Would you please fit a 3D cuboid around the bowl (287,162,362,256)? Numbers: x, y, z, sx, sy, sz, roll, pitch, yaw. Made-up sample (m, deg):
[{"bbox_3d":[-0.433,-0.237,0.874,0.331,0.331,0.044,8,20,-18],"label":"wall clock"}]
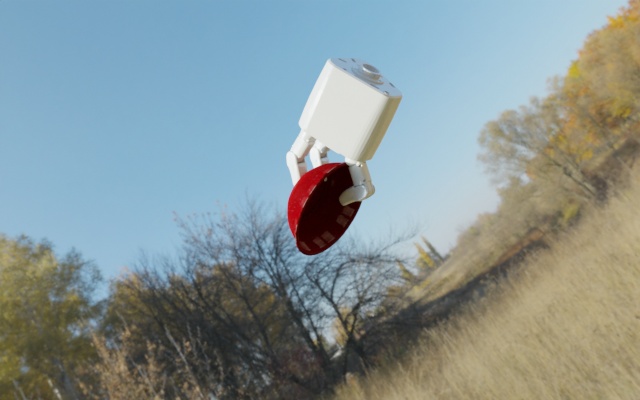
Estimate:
[{"bbox_3d":[-0.001,0.003,0.735,0.055,0.162,0.162,31,17,30],"label":"bowl"}]
